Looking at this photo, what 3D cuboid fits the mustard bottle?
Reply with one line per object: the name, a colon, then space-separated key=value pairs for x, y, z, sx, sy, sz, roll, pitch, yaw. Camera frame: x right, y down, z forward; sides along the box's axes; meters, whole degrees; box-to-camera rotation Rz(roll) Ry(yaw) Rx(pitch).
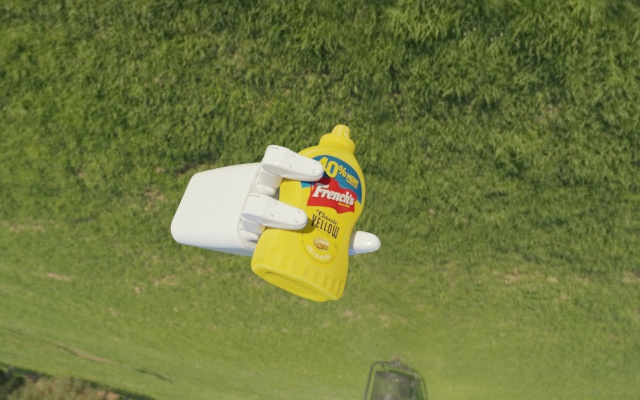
mustard bottle: x=0.000 y=0.002 z=0.503 sx=0.096 sy=0.191 sz=0.058 roll=29 pitch=-28 yaw=-24
